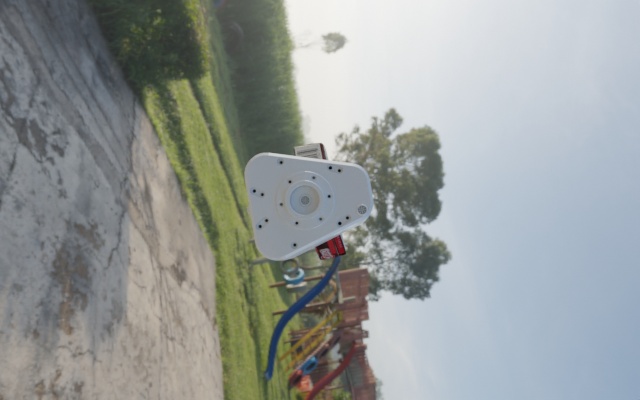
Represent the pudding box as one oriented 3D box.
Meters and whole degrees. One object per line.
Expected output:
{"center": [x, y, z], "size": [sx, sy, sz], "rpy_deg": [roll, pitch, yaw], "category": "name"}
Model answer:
{"center": [0.000, 0.002, 0.567], "size": [0.039, 0.113, 0.090], "rpy_deg": [-10, -30, 4], "category": "pudding box"}
